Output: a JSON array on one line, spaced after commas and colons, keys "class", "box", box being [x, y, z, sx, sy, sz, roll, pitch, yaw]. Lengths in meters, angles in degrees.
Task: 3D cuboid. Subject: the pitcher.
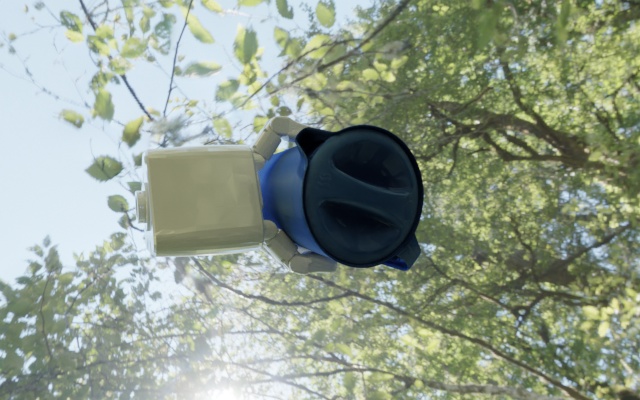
[{"class": "pitcher", "box": [0.000, 0.002, 0.548, 0.145, 0.149, 0.243, -3, 3, -25]}]
